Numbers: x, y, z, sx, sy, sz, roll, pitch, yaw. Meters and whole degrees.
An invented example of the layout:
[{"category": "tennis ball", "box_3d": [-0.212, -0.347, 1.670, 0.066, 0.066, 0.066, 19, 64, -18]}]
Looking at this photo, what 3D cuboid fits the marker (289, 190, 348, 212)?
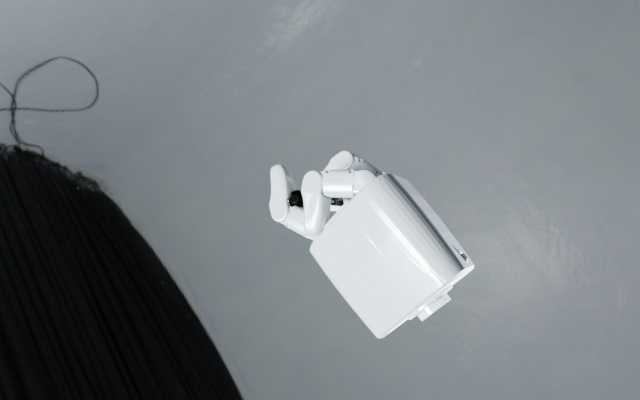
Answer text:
[{"category": "marker", "box_3d": [0.000, 0.002, 0.523, 0.020, 0.020, 0.121, 0, -3, 26]}]
